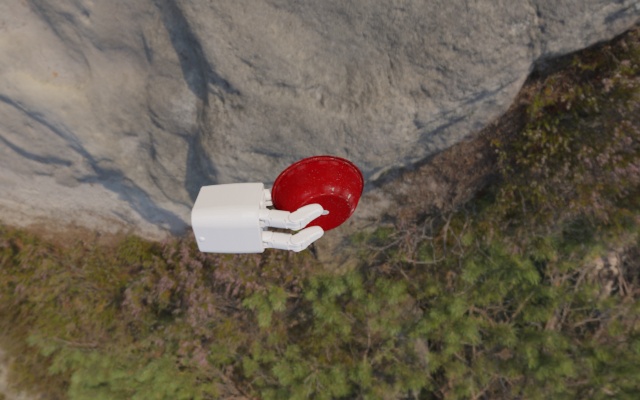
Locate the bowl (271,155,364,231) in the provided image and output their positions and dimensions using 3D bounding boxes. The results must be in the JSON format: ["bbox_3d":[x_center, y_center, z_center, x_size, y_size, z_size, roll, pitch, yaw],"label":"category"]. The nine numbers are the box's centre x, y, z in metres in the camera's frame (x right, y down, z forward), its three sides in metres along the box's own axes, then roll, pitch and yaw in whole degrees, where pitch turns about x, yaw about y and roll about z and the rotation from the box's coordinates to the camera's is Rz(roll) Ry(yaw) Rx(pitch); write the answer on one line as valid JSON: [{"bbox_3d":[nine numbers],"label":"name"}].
[{"bbox_3d":[0.001,0.003,0.797,0.162,0.055,0.162,-8,-43,-7],"label":"bowl"}]
